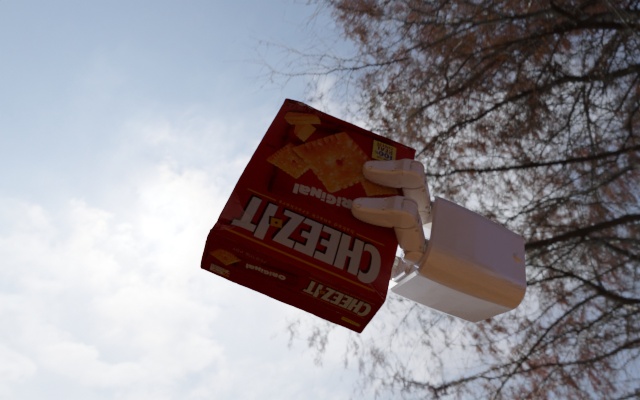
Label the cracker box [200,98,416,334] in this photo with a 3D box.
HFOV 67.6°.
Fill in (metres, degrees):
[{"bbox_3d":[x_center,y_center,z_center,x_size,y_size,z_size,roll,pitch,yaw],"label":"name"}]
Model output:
[{"bbox_3d":[0.000,0.002,0.489,0.164,0.213,0.072,22,-44,-2],"label":"cracker box"}]
